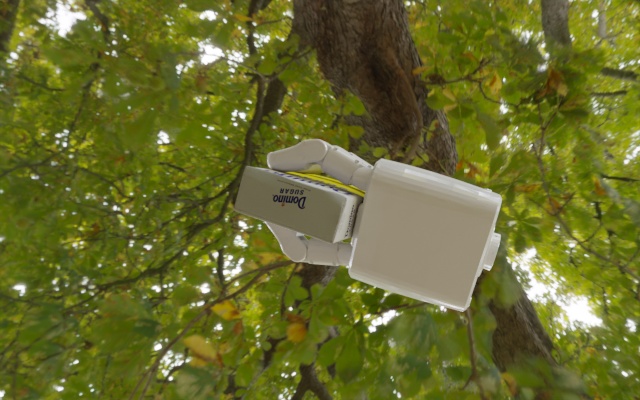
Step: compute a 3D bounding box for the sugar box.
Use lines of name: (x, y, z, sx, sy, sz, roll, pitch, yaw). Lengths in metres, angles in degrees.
sugar box: (0.000, 0.001, 0.463, 0.093, 0.048, 0.176, 18, 3, 16)
